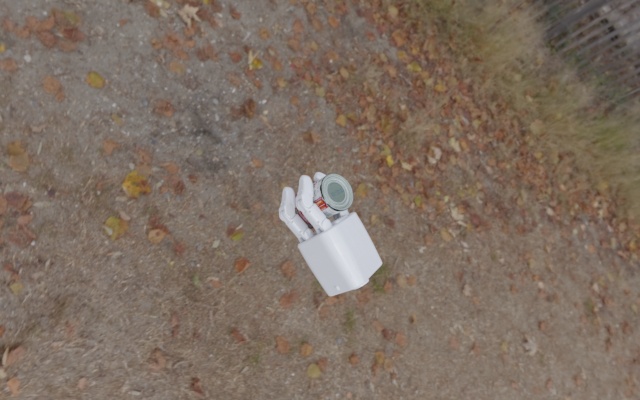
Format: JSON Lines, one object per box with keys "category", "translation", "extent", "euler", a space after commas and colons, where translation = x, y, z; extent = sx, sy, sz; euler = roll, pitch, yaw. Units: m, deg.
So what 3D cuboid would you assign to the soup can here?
{"category": "soup can", "translation": [0.000, 0.002, 0.821], "extent": [0.068, 0.068, 0.102], "euler": [0, -19, -36]}
